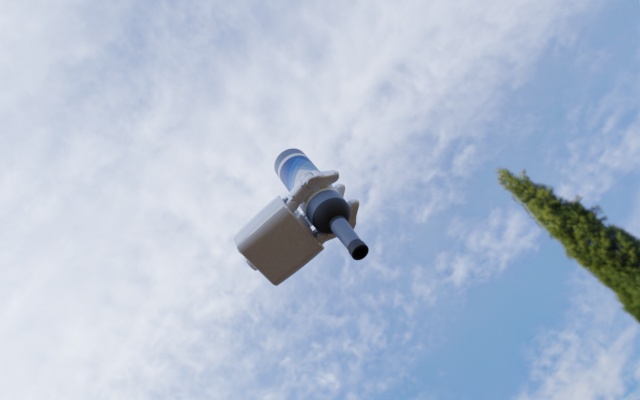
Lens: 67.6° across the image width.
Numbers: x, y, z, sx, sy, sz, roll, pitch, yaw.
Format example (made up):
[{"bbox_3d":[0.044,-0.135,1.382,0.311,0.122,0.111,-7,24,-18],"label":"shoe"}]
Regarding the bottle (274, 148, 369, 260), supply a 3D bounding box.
[{"bbox_3d":[0.000,0.002,0.793,0.069,0.069,0.295,0,29,-26],"label":"bottle"}]
